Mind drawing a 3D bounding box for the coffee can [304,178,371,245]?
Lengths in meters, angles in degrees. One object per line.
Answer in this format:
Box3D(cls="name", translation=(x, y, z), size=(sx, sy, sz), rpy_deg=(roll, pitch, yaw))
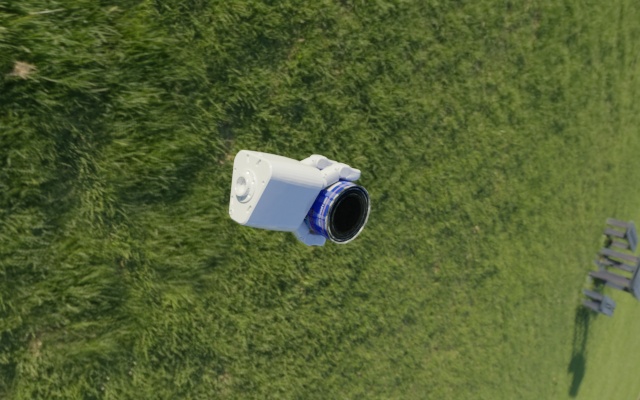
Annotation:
Box3D(cls="coffee can", translation=(0.000, 0.003, 0.820), size=(0.103, 0.103, 0.140), rpy_deg=(0, 18, -45))
